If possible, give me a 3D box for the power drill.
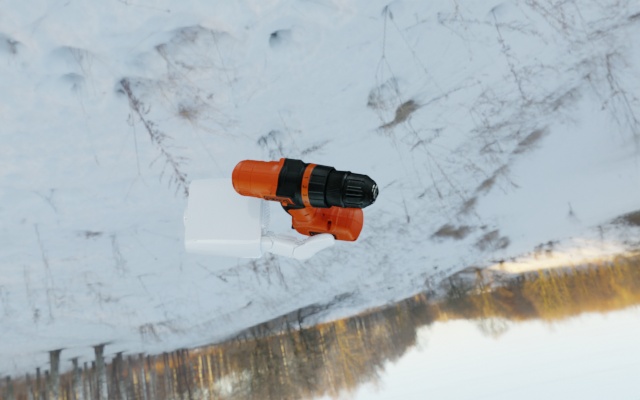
[{"bbox_3d":[0.000,0.002,0.627,0.184,0.057,0.188,9,-17,22],"label":"power drill"}]
